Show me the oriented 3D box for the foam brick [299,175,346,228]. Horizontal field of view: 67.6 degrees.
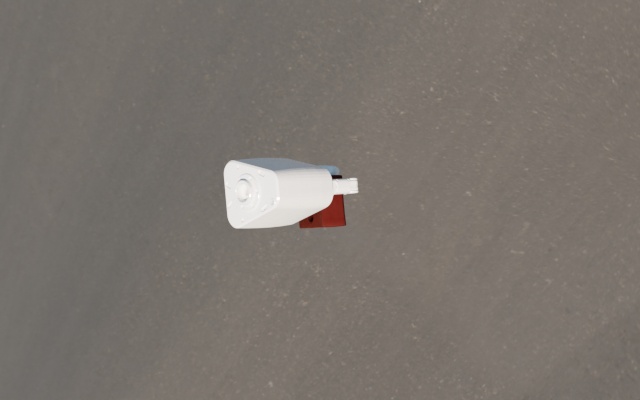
[{"bbox_3d":[0.000,0.003,0.718,0.051,0.078,0.053,-5,0,-45],"label":"foam brick"}]
